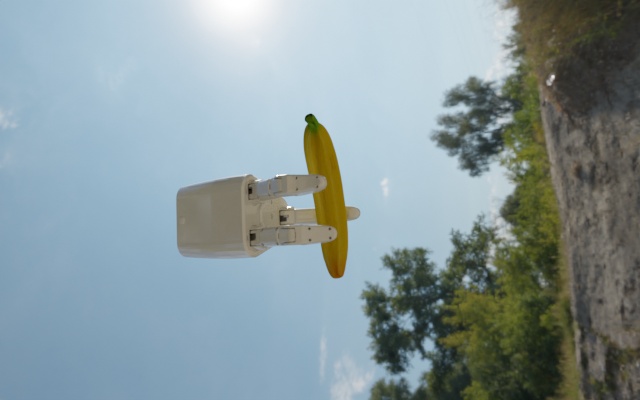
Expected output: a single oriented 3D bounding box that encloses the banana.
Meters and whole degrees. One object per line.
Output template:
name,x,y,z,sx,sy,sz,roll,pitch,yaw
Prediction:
banana,0.005,-0.008,0.565,0.037,0.198,0.069,-6,18,20
